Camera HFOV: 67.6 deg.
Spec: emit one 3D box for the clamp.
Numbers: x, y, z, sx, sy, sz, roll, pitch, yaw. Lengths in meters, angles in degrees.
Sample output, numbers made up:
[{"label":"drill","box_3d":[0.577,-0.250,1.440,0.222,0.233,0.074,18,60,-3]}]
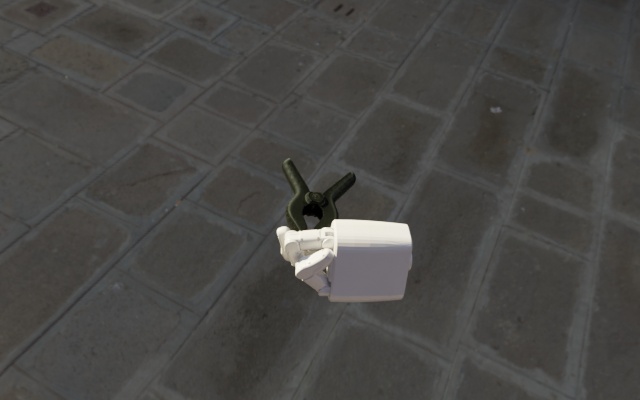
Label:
[{"label":"clamp","box_3d":[0.000,0.002,0.727,0.120,0.171,0.039,1,-41,-4]}]
